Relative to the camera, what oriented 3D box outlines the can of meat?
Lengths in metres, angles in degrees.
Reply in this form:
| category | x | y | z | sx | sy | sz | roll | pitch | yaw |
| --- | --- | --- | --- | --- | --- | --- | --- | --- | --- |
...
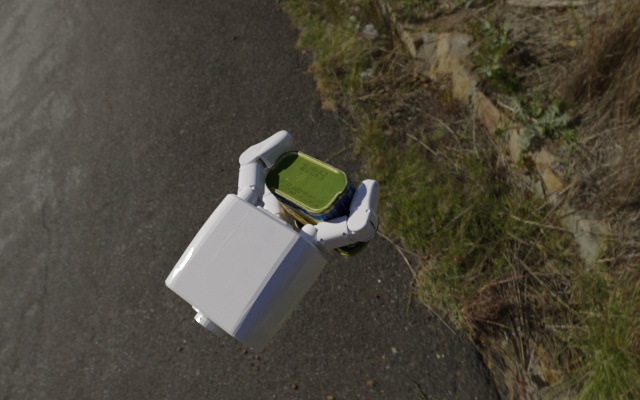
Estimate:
| category | x | y | z | sx | sy | sz | roll | pitch | yaw |
| --- | --- | --- | --- | --- | --- | --- | --- | --- | --- |
| can of meat | 0.000 | 0.001 | 0.495 | 0.102 | 0.057 | 0.084 | 27 | -17 | 39 |
